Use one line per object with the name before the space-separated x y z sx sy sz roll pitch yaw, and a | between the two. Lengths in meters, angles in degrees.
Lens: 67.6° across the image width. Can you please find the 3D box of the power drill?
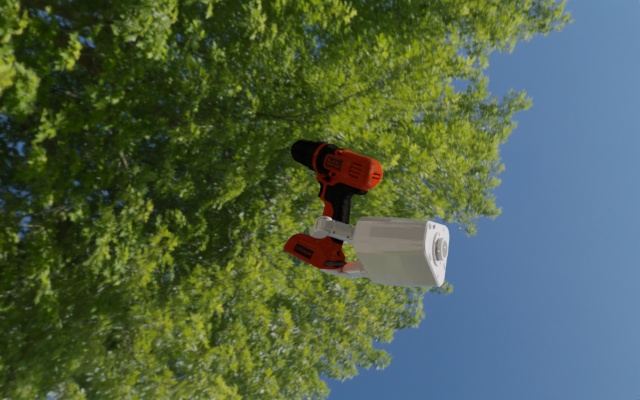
power drill | 0.000 0.003 0.761 0.057 0.188 0.184 5 13 -45
